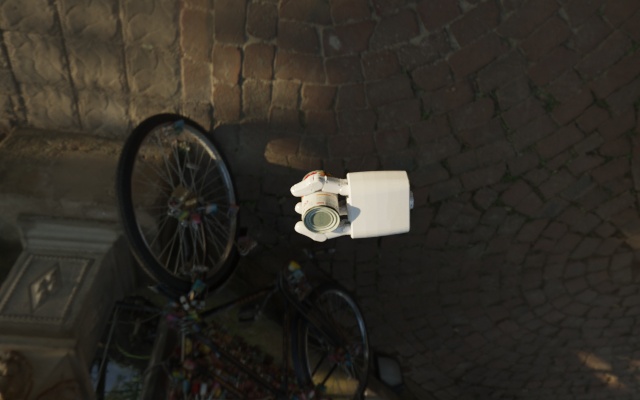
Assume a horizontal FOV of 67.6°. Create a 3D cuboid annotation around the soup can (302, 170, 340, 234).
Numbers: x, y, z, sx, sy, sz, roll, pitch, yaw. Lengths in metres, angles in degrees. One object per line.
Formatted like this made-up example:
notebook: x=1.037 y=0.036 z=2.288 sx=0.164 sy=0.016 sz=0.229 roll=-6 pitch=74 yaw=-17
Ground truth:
soup can: x=0.000 y=0.003 z=0.862 sx=0.068 sy=0.069 sz=0.102 roll=0 pitch=40 yaw=-3
